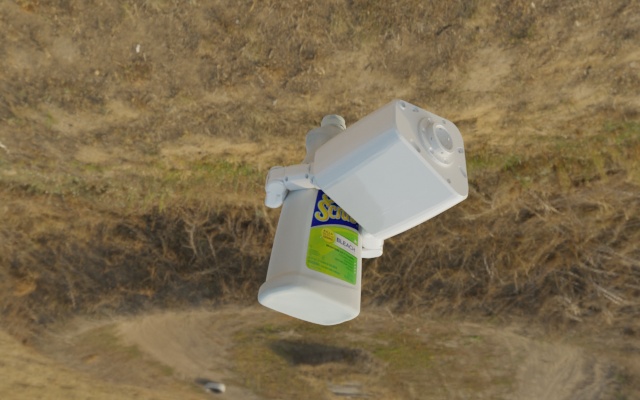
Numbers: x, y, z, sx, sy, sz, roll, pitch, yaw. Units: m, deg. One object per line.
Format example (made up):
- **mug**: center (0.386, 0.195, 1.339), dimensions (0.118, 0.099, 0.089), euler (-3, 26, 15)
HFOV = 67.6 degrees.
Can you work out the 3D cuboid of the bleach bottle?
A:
- **bleach bottle**: center (0.000, 0.002, 0.531), dimensions (0.102, 0.250, 0.068), euler (27, -39, -30)
